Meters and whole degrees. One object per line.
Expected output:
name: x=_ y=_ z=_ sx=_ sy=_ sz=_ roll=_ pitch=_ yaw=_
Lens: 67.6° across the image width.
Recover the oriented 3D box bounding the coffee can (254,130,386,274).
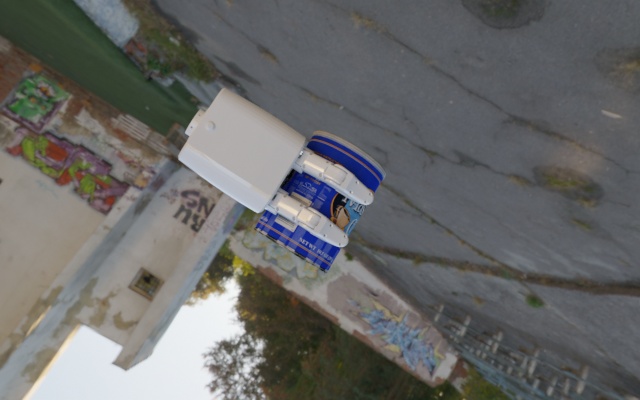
coffee can: x=0.000 y=0.002 z=0.577 sx=0.103 sy=0.140 sz=0.103 roll=31 pitch=-7 yaw=4
